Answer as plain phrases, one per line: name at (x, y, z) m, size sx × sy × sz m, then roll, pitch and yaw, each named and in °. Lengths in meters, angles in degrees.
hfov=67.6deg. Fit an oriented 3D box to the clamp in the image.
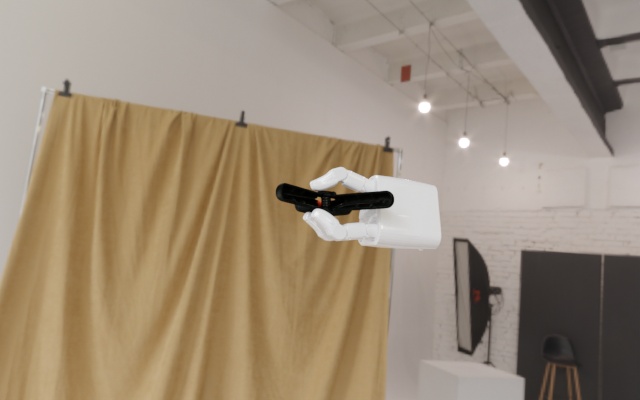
clamp at (0.000, 0.002, 0.738) m, size 0.164 × 0.036 × 0.210 m, roll 6°, pitch -7°, yaw -14°
